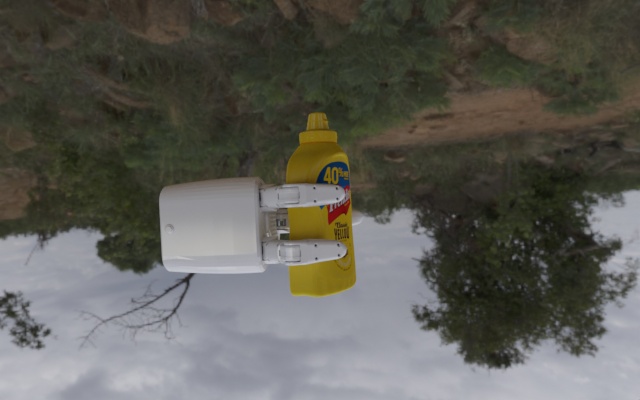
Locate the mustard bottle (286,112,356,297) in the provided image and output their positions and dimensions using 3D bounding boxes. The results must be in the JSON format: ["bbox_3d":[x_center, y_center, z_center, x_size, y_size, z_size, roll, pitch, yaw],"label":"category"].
[{"bbox_3d":[0.000,0.002,0.516,0.058,0.191,0.096,-3,0,31],"label":"mustard bottle"}]
